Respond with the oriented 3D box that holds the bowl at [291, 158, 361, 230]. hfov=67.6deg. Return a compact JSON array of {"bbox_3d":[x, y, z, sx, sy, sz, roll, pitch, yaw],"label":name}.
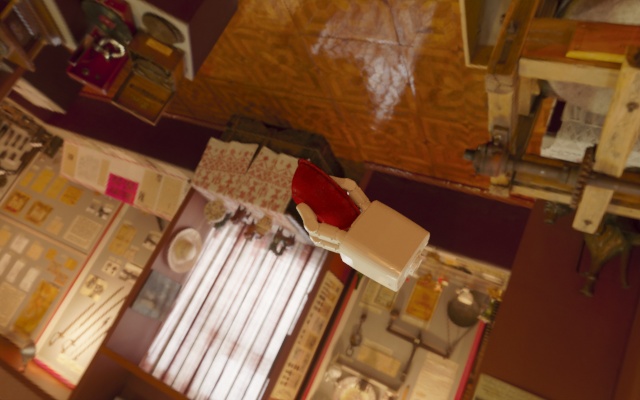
[{"bbox_3d":[-0.001,0.002,0.838,0.055,0.162,0.162,-45,10,-10],"label":"bowl"}]
